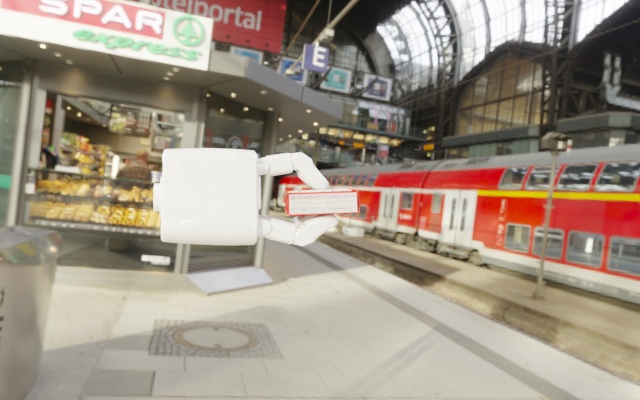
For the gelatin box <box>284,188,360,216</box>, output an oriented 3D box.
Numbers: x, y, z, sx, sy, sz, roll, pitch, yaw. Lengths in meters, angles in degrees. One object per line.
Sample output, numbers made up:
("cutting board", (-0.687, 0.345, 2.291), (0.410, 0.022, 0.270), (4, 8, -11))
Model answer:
("gelatin box", (0.000, 0.001, 0.595), (0.089, 0.030, 0.073), (-3, 3, -3))
